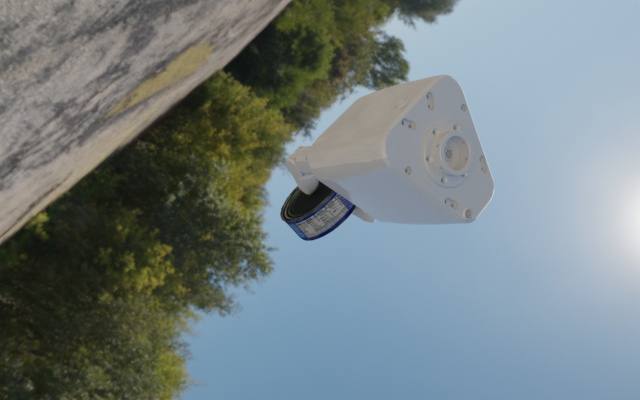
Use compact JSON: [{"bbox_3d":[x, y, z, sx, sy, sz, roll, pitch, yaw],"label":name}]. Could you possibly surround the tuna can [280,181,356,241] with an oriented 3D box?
[{"bbox_3d":[0.000,0.002,0.511,0.034,0.086,0.086,49,-24,-22],"label":"tuna can"}]
